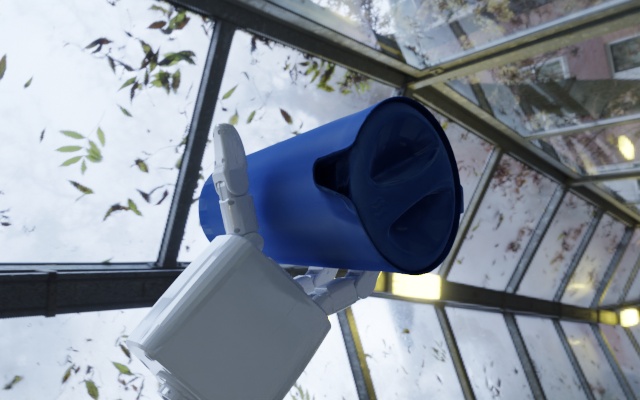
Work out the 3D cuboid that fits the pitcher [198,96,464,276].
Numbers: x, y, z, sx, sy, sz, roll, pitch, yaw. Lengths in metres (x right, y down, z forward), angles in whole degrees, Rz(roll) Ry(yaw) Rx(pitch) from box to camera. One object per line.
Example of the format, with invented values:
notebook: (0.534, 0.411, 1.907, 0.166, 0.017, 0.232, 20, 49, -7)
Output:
pitcher: (0.000, 0.002, 0.443, 0.243, 0.149, 0.145, -8, 35, 47)
